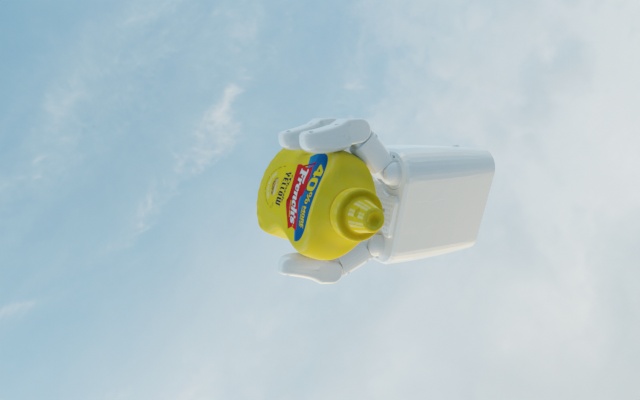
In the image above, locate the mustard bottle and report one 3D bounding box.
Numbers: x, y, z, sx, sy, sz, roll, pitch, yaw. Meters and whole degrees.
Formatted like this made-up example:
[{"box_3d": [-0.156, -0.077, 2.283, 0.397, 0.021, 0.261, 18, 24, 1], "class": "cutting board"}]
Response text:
[{"box_3d": [0.000, 0.001, 0.426, 0.058, 0.096, 0.191, 21, -1, -26], "class": "mustard bottle"}]
